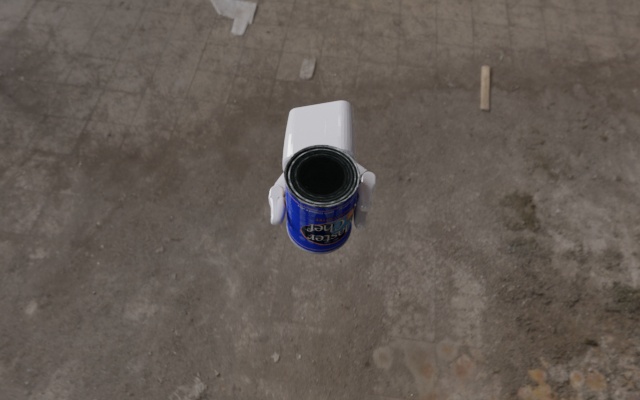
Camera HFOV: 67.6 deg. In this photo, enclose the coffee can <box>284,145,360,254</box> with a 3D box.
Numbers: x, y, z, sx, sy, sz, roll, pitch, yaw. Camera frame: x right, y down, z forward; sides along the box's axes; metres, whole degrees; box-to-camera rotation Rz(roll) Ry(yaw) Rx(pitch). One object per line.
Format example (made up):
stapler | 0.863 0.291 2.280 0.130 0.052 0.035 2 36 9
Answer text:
coffee can | 0.000 0.003 0.695 0.103 0.102 0.140 0 -32 -2
